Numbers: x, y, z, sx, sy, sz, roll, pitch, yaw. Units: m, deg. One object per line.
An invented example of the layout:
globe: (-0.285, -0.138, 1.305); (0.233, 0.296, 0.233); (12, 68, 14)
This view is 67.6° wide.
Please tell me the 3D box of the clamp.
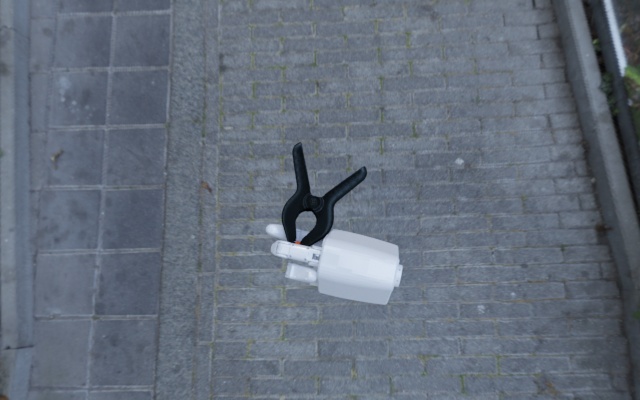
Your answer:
clamp: (0.000, 0.002, 0.726); (0.120, 0.171, 0.039); (11, -9, 7)
